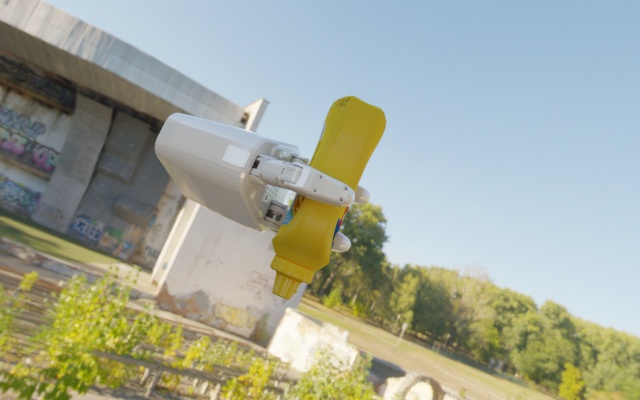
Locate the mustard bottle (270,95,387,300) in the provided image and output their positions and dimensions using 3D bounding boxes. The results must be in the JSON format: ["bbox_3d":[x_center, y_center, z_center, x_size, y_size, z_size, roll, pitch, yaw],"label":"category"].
[{"bbox_3d":[0.000,0.001,0.455,0.058,0.191,0.096,25,-9,-5],"label":"mustard bottle"}]
